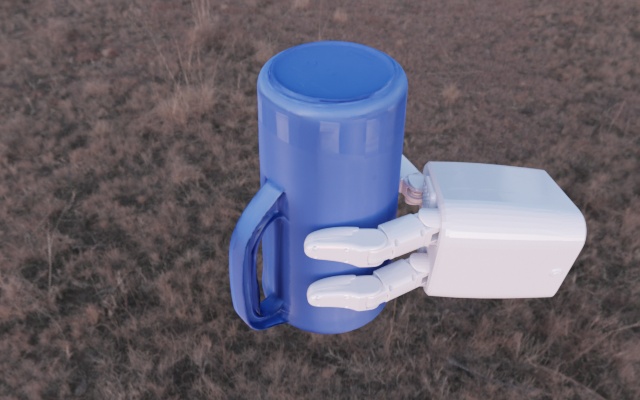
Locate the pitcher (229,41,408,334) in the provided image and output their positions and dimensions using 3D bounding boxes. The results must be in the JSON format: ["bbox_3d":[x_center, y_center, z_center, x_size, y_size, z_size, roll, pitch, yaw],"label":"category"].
[{"bbox_3d":[0.000,0.001,0.411,0.145,0.243,0.149,2,43,2],"label":"pitcher"}]
